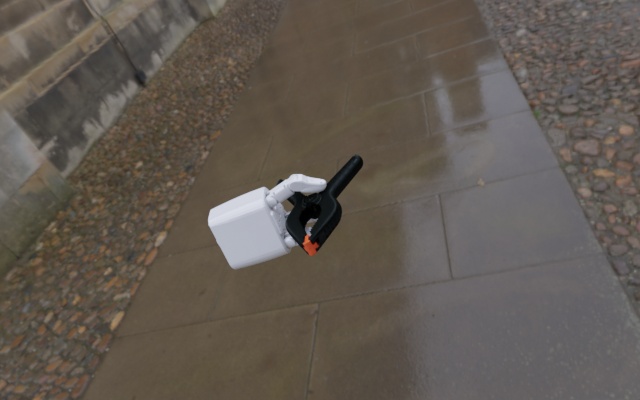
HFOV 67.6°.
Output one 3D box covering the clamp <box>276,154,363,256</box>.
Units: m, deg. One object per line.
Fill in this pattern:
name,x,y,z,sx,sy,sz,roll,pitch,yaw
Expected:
clamp,0.000,0.002,0.777,0.164,0.036,0.209,-22,34,13
